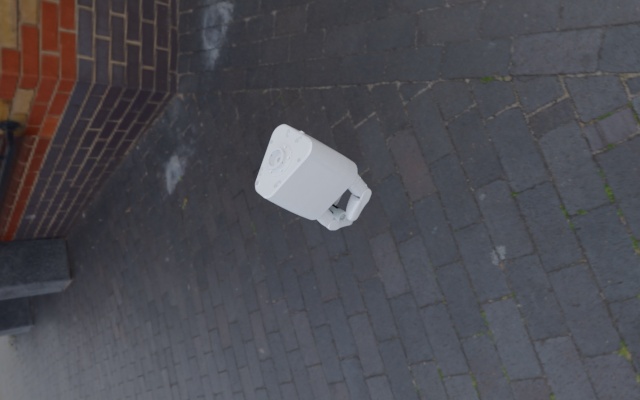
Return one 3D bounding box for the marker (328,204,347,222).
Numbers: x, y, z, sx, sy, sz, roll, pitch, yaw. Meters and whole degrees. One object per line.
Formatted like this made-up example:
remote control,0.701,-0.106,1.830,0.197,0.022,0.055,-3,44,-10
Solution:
marker,0.000,0.003,0.805,0.020,0.020,0.121,0,24,-41
